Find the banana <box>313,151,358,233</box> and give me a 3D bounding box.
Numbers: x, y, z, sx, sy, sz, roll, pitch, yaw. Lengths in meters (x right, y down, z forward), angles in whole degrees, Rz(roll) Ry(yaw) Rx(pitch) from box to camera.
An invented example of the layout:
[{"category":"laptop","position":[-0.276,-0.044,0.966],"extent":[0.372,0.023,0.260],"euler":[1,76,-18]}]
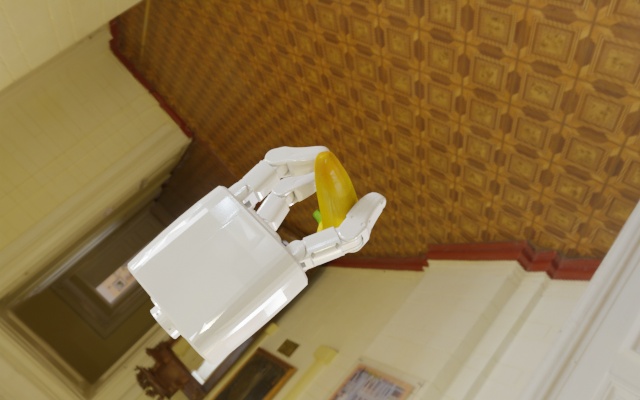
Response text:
[{"category":"banana","position":[0.012,0.016,0.486],"extent":[0.037,0.069,0.198],"euler":[-38,-12,-14]}]
